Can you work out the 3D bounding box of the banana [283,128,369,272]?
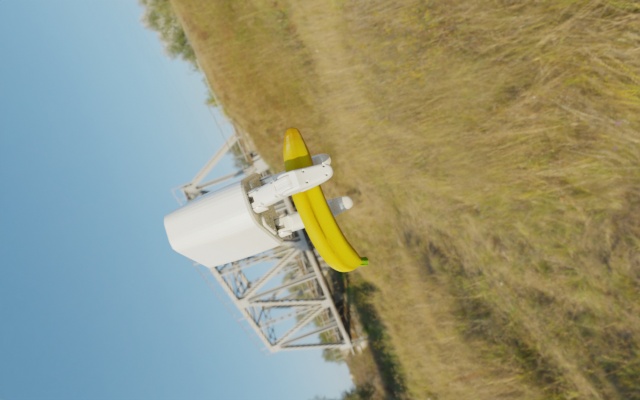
[{"bbox_3d":[-0.002,0.011,0.561,0.037,0.198,0.069,-22,14,18],"label":"banana"}]
